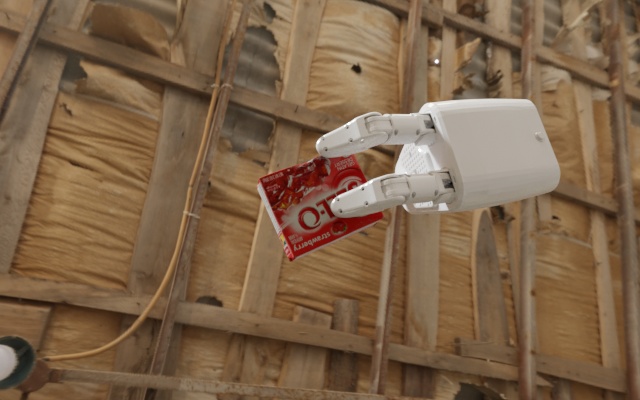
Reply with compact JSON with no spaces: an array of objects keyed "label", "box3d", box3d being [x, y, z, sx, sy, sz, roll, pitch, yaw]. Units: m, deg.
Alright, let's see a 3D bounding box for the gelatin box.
[{"label":"gelatin box","box3d":[0.000,0.002,0.411,0.089,0.073,0.030,-22,-10,-17]}]
